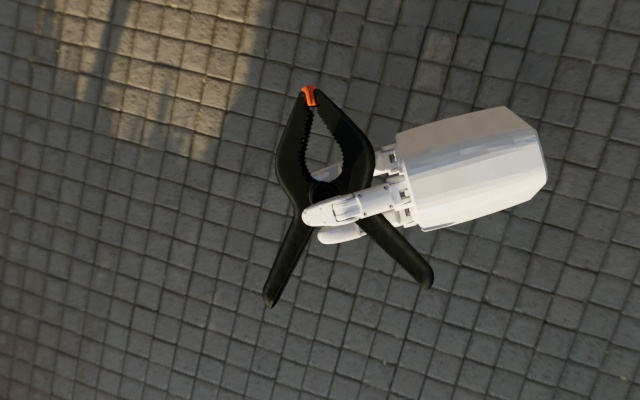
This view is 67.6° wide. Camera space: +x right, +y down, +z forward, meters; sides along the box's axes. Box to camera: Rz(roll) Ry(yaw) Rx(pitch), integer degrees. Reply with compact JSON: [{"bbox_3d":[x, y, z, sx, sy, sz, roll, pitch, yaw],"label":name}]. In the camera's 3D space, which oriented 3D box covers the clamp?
[{"bbox_3d":[0.000,0.001,0.449,0.164,0.210,0.036,-16,3,10],"label":"clamp"}]
